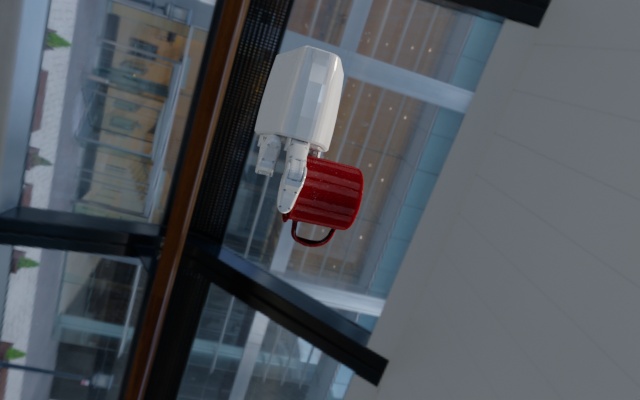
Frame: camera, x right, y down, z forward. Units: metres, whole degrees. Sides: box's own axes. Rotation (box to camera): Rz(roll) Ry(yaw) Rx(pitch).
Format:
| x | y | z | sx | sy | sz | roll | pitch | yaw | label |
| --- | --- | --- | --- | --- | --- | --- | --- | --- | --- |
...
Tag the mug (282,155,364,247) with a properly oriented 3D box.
| x | y | z | sx | sy | sz | roll | pitch | yaw | label |
| --- | --- | --- | --- | --- | --- | --- | --- | --- | --- |
| 0.000 | 0.003 | 0.596 | 0.081 | 0.117 | 0.093 | 13 | 4 | -12 | mug |
